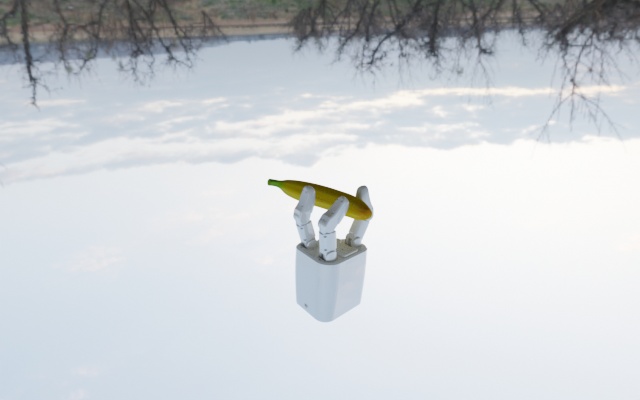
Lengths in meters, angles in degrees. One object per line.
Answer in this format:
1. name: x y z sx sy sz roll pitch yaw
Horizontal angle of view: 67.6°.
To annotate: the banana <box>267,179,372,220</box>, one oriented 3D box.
1. banana: 0.007 -0.001 0.789 0.198 0.037 0.069 16 17 29
